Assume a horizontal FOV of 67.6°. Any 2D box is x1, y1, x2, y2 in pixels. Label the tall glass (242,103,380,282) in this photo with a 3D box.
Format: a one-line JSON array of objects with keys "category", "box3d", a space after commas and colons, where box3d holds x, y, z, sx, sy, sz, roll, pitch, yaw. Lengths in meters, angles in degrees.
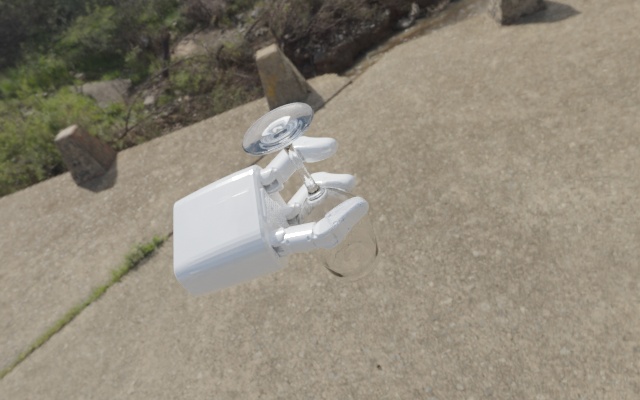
[{"category": "tall glass", "box3d": [0.000, 0.001, 0.499, 0.079, 0.079, 0.201, 0, -44, 35]}]
